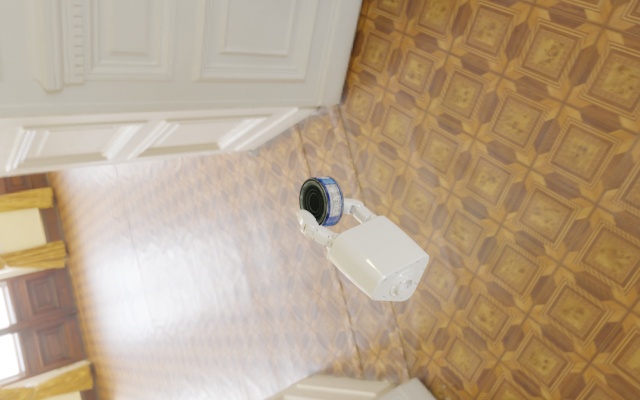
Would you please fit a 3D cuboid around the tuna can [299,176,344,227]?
[{"bbox_3d":[0.000,0.003,0.797,0.034,0.086,0.086,-7,4,-35],"label":"tuna can"}]
